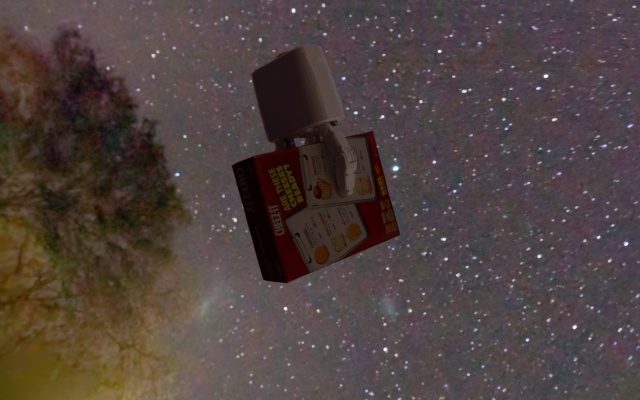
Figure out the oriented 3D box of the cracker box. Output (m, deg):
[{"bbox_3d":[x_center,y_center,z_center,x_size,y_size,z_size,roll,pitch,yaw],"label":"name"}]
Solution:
[{"bbox_3d":[0.000,0.002,0.670,0.213,0.164,0.072,-17,4,-37],"label":"cracker box"}]
